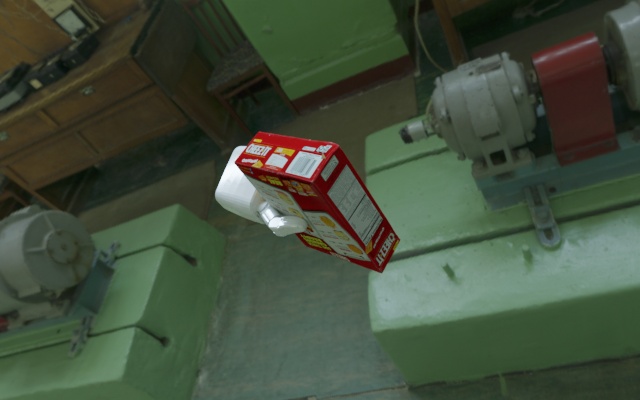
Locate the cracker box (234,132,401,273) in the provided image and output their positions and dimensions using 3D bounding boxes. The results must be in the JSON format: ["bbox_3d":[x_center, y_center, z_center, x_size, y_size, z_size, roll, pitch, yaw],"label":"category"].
[{"bbox_3d":[0.000,0.002,0.688,0.164,0.072,0.214,15,-27,44],"label":"cracker box"}]
